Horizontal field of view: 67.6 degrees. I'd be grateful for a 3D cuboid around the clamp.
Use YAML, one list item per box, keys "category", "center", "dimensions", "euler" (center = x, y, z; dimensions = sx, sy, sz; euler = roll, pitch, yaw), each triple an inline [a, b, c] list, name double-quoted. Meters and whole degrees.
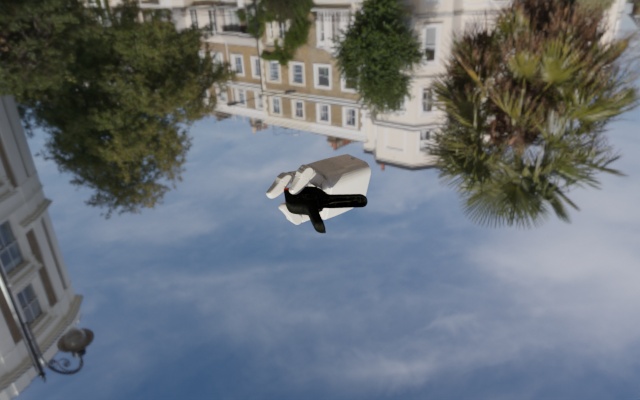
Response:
- category: "clamp"
  center: [0.000, 0.003, 0.882]
  dimensions: [0.120, 0.039, 0.171]
  euler: [-20, 31, -29]
